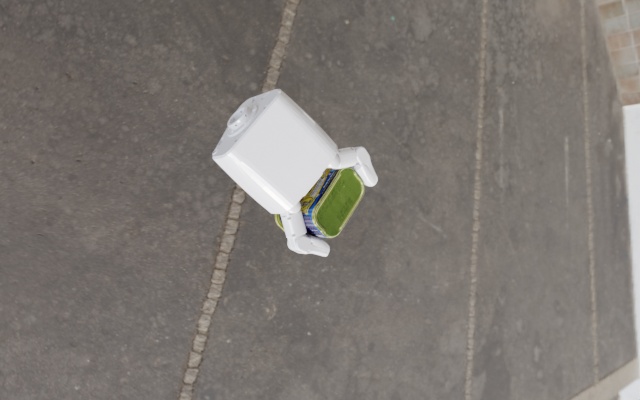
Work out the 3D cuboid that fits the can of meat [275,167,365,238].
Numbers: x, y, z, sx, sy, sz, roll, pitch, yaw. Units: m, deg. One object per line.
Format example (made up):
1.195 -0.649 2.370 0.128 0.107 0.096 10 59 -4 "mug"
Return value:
0.000 0.002 0.642 0.084 0.102 0.057 -1 -41 51 "can of meat"
